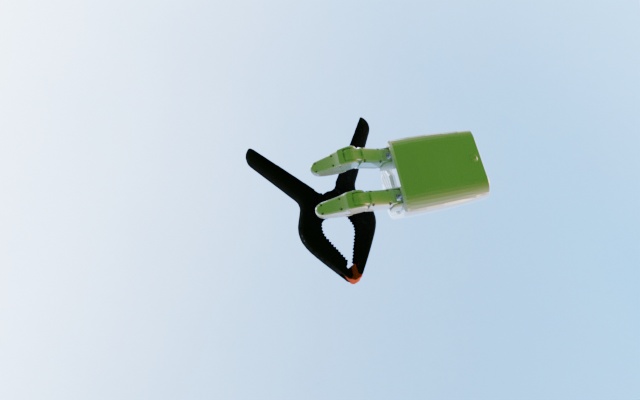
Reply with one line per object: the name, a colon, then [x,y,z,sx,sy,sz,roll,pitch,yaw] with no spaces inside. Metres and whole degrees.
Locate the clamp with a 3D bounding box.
clamp: [0.000,0.003,0.587,0.164,0.210,0.036,-11,-20,-3]
